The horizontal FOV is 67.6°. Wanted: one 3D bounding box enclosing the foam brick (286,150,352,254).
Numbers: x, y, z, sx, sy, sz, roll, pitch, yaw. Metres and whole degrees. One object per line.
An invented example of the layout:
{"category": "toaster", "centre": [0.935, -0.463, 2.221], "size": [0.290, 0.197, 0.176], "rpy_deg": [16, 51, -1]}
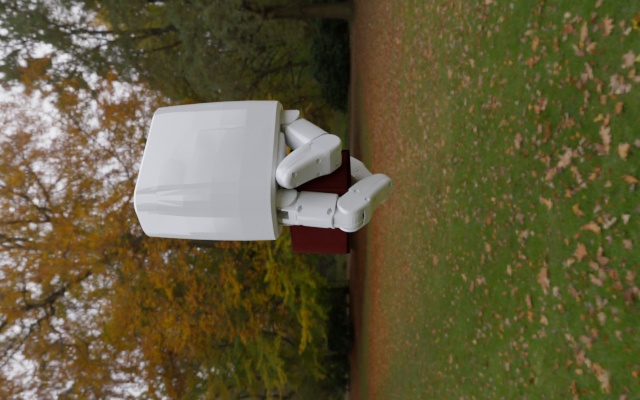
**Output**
{"category": "foam brick", "centre": [0.000, 0.002, 0.410], "size": [0.051, 0.078, 0.053], "rpy_deg": [-1, 42, 2]}
